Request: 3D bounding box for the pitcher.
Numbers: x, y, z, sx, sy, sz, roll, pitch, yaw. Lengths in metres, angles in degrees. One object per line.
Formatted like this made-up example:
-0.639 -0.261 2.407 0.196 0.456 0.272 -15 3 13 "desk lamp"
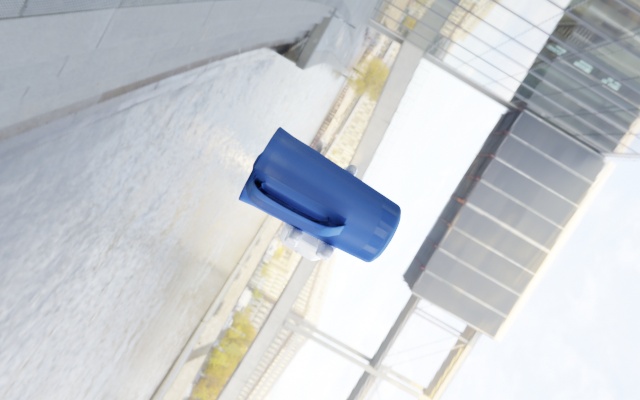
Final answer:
0.000 0.002 0.754 0.243 0.149 0.145 30 -21 -4 "pitcher"
